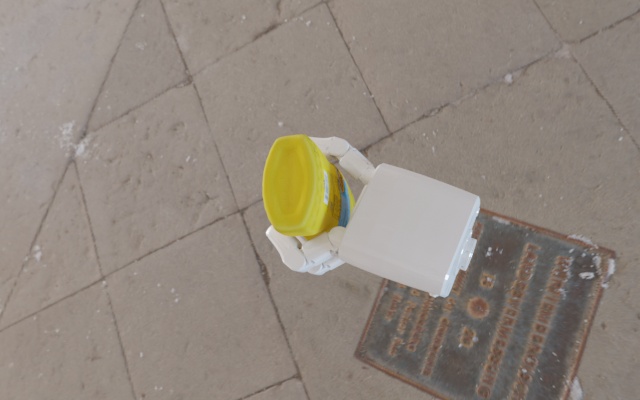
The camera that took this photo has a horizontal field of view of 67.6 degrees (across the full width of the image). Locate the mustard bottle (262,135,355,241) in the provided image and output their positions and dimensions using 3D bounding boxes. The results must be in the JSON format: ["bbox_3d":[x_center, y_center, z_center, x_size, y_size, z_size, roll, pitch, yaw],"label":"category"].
[{"bbox_3d":[0.000,0.002,0.533,0.058,0.096,0.192,-6,-14,17],"label":"mustard bottle"}]
